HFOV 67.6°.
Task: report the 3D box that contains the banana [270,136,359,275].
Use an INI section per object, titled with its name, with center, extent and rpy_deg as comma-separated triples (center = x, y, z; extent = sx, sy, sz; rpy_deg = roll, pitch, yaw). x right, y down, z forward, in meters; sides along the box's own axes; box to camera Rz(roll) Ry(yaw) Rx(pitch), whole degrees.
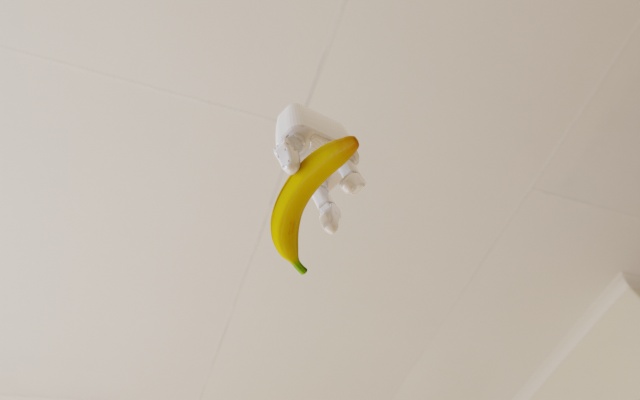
[banana]
center = -0.019, -0.001, 0.593
extent = 0.069, 0.198, 0.037
rpy_deg = 17, 25, -11
